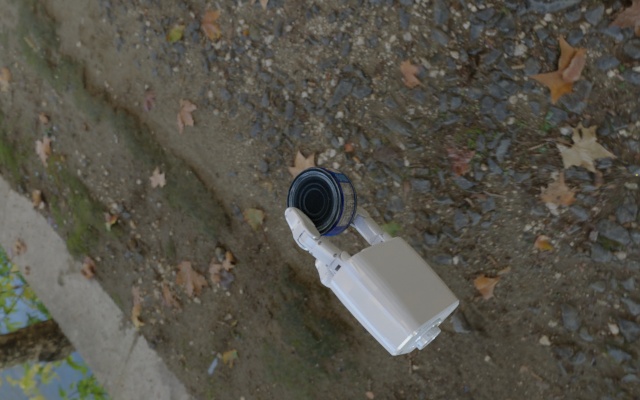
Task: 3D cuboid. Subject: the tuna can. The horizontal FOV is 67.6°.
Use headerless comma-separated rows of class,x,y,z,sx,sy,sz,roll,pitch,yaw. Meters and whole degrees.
tuna can,0.000,0.002,0.582,0.086,0.086,0.034,0,-1,38
